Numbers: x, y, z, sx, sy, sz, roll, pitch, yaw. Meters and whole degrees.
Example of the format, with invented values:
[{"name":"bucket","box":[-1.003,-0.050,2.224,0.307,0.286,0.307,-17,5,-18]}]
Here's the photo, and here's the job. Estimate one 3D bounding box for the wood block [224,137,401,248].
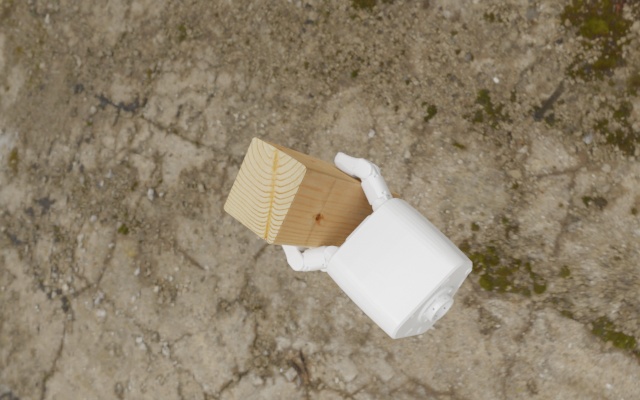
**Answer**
[{"name":"wood block","box":[0.000,0.002,0.583,0.090,0.091,0.206,32,11,36]}]
